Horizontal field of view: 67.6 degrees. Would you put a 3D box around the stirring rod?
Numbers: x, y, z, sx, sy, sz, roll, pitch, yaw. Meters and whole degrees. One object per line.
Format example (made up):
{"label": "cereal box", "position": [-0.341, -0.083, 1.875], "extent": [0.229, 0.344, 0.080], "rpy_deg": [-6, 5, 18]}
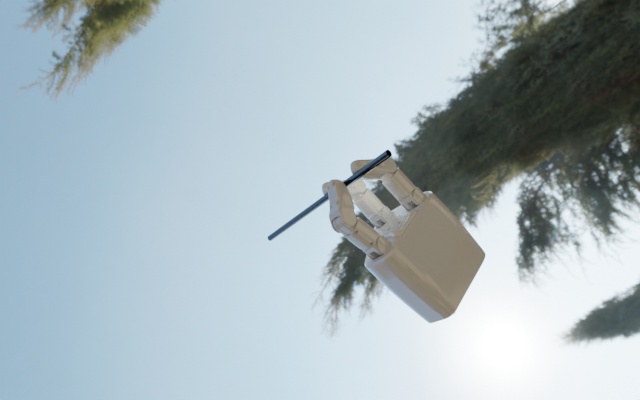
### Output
{"label": "stirring rod", "position": [0.000, 0.002, 0.566], "extent": [0.011, 0.011, 0.240], "rpy_deg": [0, -24, -39]}
